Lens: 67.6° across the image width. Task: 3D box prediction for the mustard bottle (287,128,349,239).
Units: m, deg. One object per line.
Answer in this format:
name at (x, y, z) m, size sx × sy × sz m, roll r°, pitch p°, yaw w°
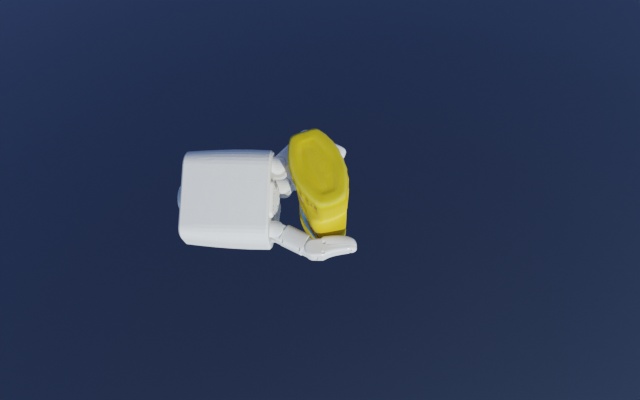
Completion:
mustard bottle at (0.000, 0.002, 0.579) m, size 0.058 × 0.096 × 0.192 m, roll -21°, pitch -23°, yaw -7°
